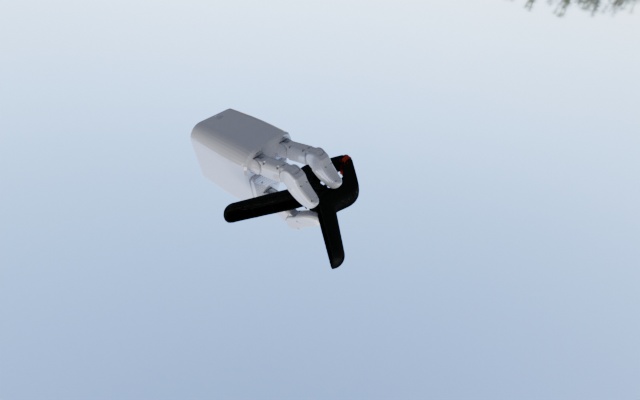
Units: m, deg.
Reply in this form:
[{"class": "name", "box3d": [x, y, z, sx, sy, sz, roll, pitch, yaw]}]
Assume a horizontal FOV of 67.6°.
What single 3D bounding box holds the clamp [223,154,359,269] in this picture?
[{"class": "clamp", "box3d": [0.000, 0.002, 0.636, 0.164, 0.036, 0.210, 28, 43, 22]}]
